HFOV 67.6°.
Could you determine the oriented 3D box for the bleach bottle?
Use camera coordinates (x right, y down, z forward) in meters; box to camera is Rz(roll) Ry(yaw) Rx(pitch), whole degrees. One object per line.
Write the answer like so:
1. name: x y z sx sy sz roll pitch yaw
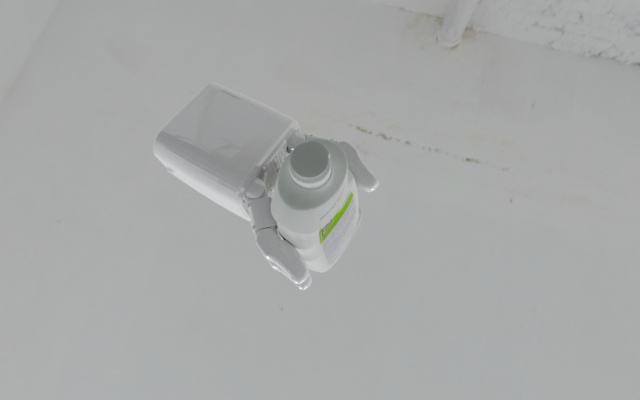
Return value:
1. bleach bottle: 0.000 0.002 0.459 0.068 0.102 0.251 28 -15 10
